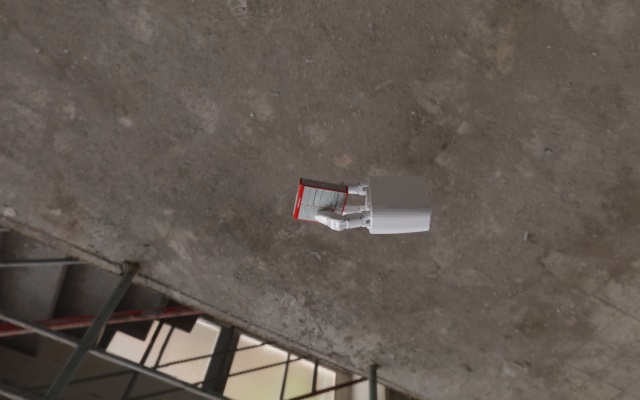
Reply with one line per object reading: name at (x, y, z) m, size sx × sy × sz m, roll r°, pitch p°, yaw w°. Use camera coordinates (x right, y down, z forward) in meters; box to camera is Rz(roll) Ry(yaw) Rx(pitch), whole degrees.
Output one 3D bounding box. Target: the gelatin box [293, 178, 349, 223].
gelatin box at (0.000, 0.003, 0.866) m, size 0.089 × 0.073 × 0.030 m, roll 9°, pitch 31°, yaw -8°
